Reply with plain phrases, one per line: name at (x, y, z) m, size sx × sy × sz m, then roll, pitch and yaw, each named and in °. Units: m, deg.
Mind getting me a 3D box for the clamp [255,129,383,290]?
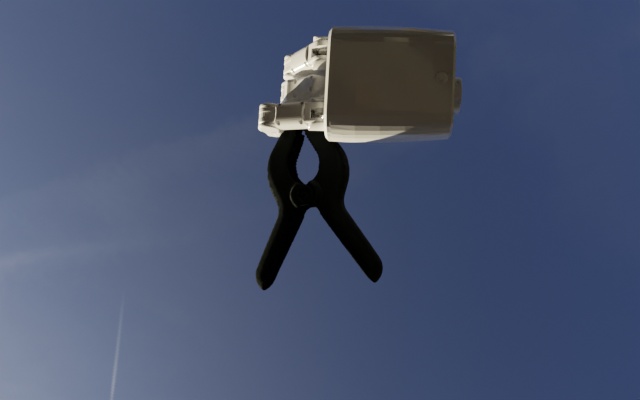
clamp at (0.000, 0.001, 0.444) m, size 0.120 × 0.171 × 0.039 m, roll 2°, pitch -1°, yaw 11°
